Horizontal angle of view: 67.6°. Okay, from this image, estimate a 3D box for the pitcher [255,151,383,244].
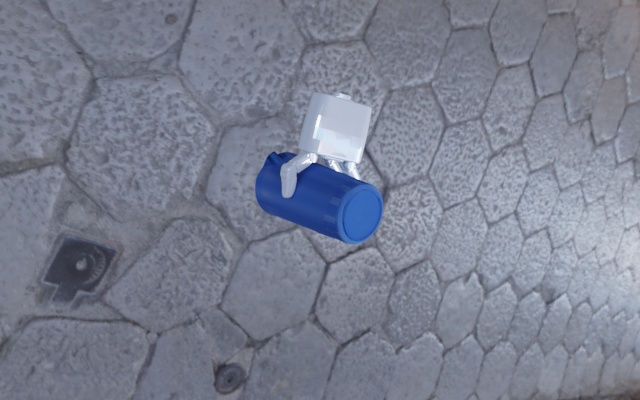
[{"bbox_3d":[0.000,0.003,0.890,0.149,0.145,0.242,8,9,-42],"label":"pitcher"}]
